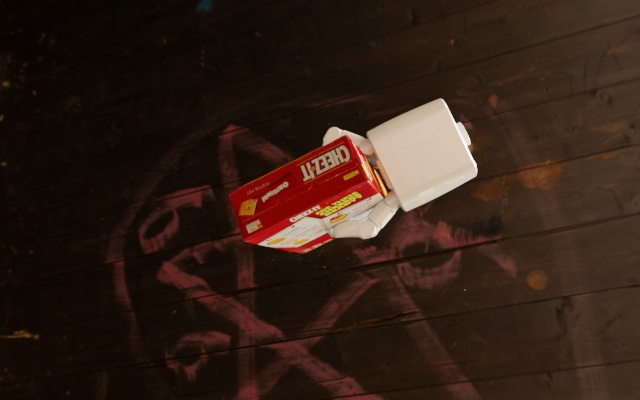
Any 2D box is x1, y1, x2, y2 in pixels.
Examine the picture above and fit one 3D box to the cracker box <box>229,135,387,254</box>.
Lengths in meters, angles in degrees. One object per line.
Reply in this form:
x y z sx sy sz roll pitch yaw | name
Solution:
0.000 0.002 0.644 0.164 0.072 0.214 -26 -17 11 | cracker box
